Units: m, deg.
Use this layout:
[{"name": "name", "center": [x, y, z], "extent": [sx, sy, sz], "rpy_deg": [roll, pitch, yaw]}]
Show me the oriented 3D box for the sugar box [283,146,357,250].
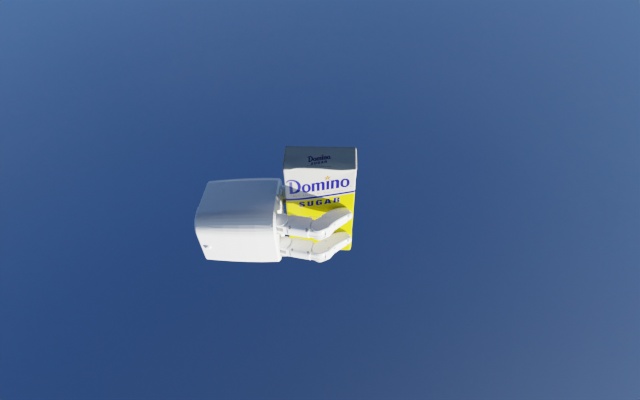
[{"name": "sugar box", "center": [0.000, 0.003, 0.656], "extent": [0.093, 0.048, 0.176], "rpy_deg": [1, -37, 2]}]
